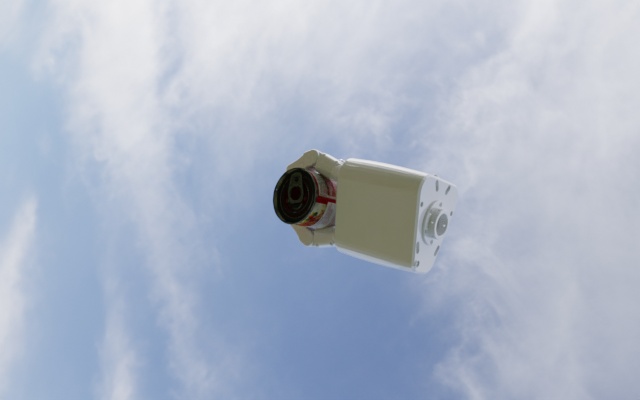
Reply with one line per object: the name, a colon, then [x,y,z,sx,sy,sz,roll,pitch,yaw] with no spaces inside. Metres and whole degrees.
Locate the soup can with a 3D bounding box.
soup can: [0.000,0.002,0.597,0.068,0.068,0.102,0,-9,40]
